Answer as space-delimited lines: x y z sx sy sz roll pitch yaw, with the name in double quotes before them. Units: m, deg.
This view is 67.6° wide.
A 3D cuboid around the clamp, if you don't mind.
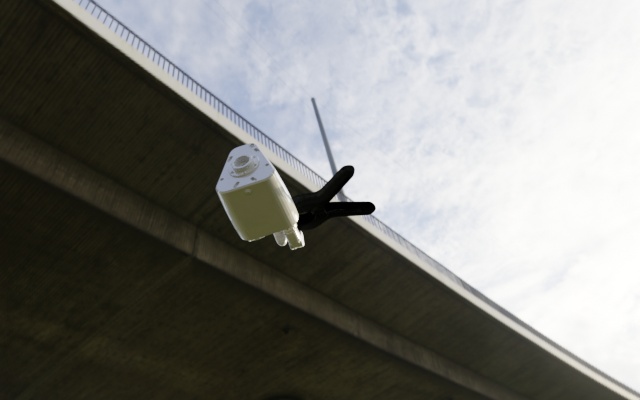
"clamp" 0.000 0.002 0.791 0.171 0.120 0.039 -18 42 4
